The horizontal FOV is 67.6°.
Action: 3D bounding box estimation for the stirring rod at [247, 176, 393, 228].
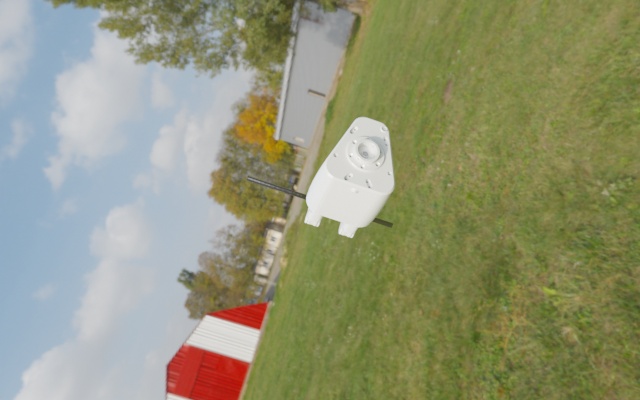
[{"bbox_3d":[0.000,0.002,0.753,0.239,0.011,0.011,18,-1,-4],"label":"stirring rod"}]
